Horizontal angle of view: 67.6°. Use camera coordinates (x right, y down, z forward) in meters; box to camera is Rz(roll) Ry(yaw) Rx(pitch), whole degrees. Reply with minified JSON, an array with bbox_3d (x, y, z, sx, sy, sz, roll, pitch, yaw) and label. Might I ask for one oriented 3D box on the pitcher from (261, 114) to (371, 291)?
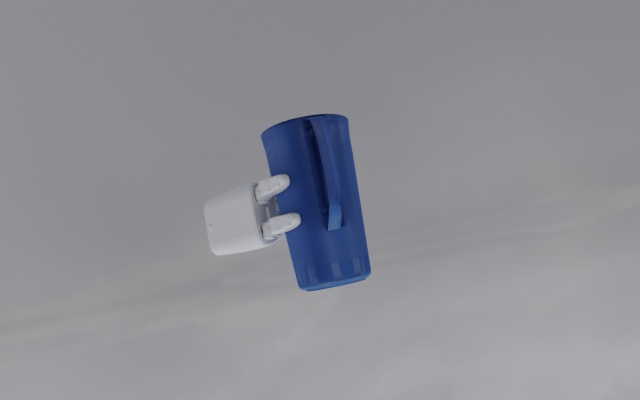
[{"bbox_3d":[0.000,0.002,0.691,0.145,0.243,0.149,-16,-8,31],"label":"pitcher"}]
